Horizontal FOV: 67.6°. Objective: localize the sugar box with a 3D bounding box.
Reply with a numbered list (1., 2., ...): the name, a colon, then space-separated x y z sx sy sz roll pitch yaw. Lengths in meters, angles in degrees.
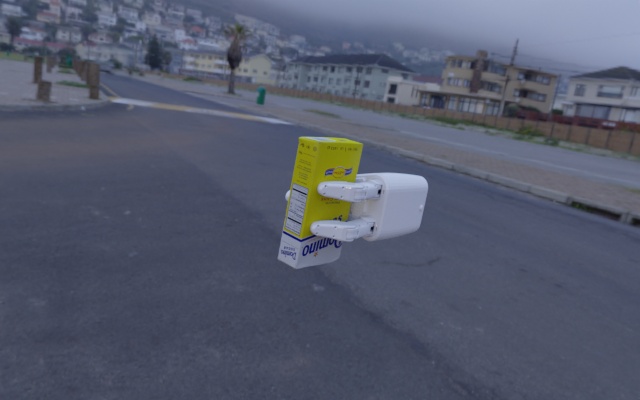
1. sugar box: 0.001 0.002 0.660 0.048 0.176 0.093 20 17 41
